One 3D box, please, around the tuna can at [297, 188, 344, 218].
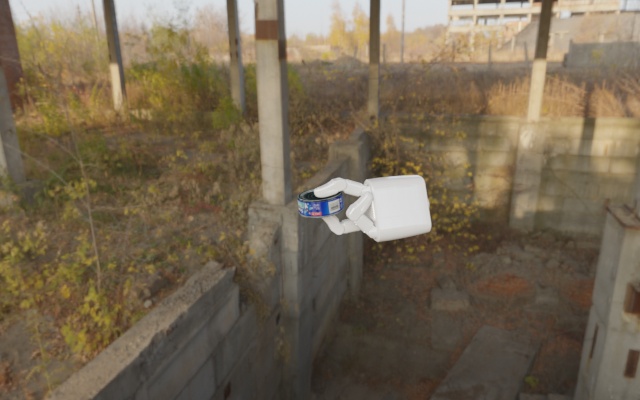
[{"bbox_3d":[0.000,0.002,0.894,0.086,0.034,0.086,-6,18,2],"label":"tuna can"}]
